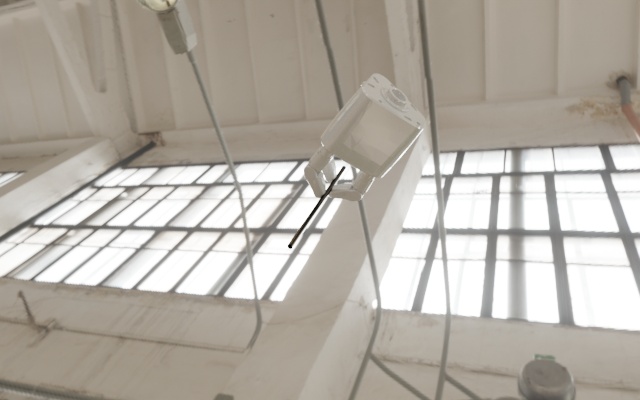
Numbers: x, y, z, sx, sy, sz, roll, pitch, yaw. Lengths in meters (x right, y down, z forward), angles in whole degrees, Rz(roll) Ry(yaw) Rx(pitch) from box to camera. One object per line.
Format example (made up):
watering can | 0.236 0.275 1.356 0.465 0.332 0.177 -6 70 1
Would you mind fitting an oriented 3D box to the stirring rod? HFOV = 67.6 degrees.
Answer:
stirring rod | 0.000 0.002 0.733 0.011 0.011 0.239 0 30 23
